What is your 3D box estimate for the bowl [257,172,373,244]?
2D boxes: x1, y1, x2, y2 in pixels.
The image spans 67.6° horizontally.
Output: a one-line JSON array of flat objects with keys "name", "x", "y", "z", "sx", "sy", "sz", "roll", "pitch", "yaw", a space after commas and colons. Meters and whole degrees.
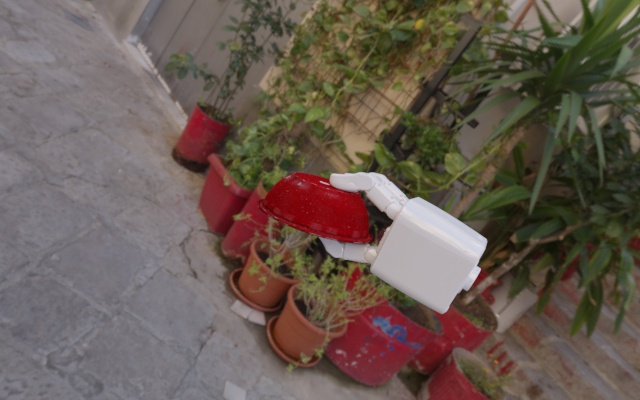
[{"name": "bowl", "x": -0.001, "y": 0.001, "z": 0.636, "sx": 0.162, "sy": 0.055, "sz": 0.162, "roll": 16, "pitch": 10, "yaw": -3}]
